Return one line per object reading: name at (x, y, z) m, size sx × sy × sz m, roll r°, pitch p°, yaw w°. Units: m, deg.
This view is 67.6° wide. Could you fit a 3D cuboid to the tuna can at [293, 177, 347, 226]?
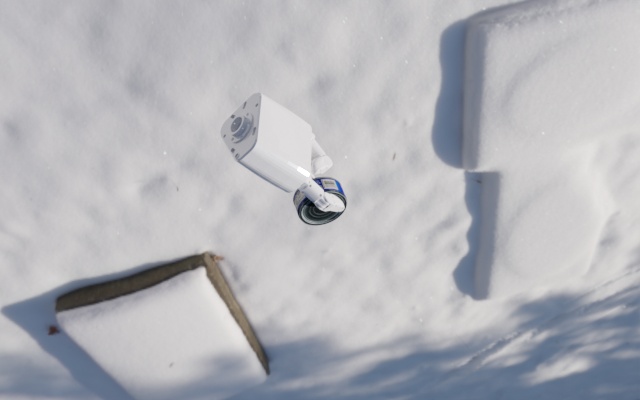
tuna can at (0.000, 0.003, 0.787) m, size 0.086 × 0.033 × 0.086 m, roll -12°, pitch -40°, yaw -10°
